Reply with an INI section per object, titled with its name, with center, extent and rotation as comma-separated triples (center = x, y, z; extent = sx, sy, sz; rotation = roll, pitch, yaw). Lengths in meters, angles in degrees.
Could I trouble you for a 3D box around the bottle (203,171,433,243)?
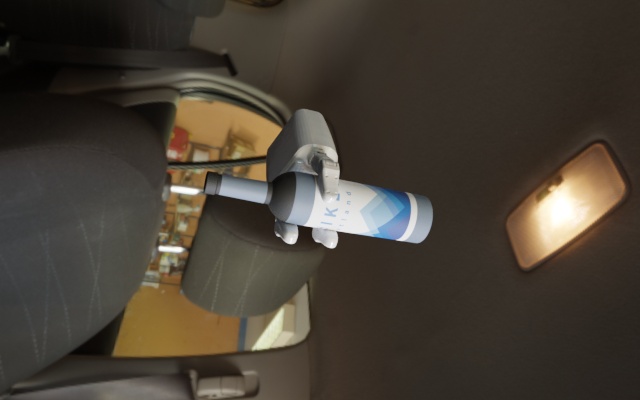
[bottle]
center = 0.000, 0.002, 0.617
extent = 0.296, 0.069, 0.069
rotation = 10, -3, -18
